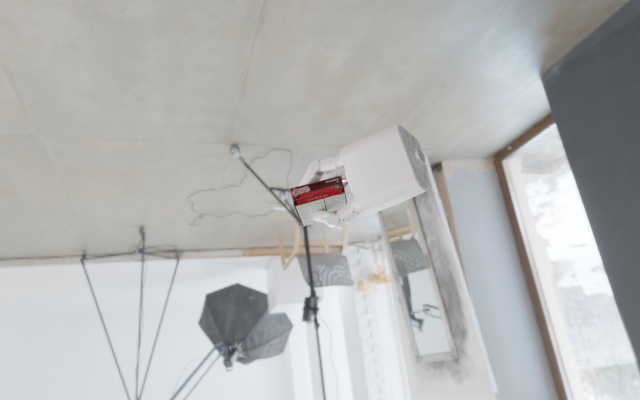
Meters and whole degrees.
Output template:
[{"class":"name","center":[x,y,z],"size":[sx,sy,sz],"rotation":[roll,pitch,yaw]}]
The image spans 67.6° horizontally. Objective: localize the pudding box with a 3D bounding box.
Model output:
[{"class":"pudding box","center":[0.000,0.003,0.835],"size":[0.090,0.039,0.113],"rotation":[-14,-24,1]}]
